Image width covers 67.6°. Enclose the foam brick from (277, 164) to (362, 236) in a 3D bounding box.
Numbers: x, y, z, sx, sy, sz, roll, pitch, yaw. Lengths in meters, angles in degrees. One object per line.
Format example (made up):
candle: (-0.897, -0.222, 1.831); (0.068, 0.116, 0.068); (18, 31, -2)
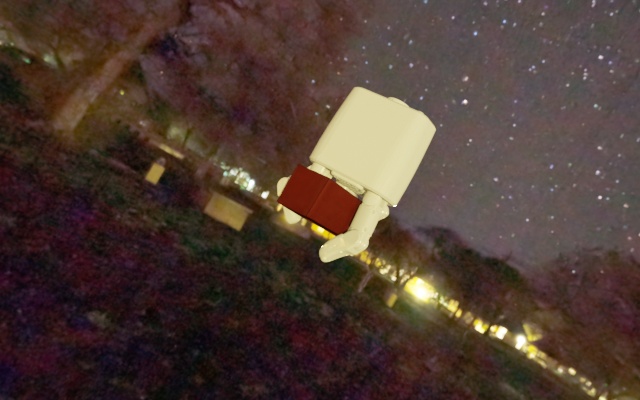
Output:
foam brick: (0.000, 0.002, 0.547); (0.053, 0.051, 0.078); (28, -3, 41)
